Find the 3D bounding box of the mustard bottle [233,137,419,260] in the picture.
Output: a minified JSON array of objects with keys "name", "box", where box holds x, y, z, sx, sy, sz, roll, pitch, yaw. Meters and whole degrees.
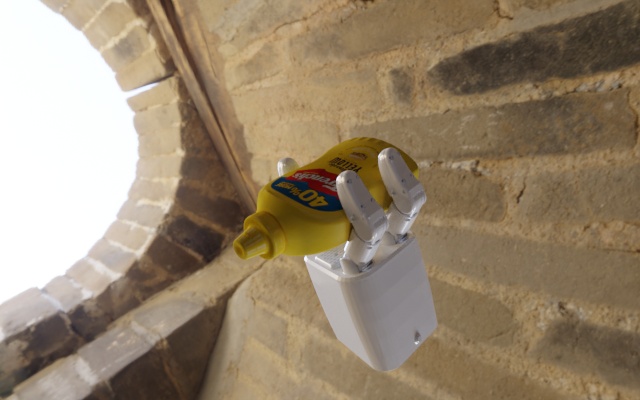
[{"name":"mustard bottle","box":[0.000,0.001,0.441,0.096,0.058,0.191,28,44,34]}]
